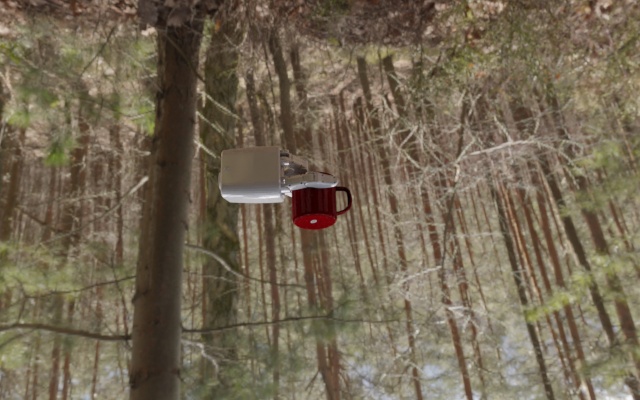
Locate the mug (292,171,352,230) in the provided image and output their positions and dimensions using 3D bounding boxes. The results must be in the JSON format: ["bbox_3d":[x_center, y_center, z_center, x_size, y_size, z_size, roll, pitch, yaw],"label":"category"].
[{"bbox_3d":[0.002,0.003,0.880,0.117,0.081,0.093,-2,-24,-1],"label":"mug"}]
